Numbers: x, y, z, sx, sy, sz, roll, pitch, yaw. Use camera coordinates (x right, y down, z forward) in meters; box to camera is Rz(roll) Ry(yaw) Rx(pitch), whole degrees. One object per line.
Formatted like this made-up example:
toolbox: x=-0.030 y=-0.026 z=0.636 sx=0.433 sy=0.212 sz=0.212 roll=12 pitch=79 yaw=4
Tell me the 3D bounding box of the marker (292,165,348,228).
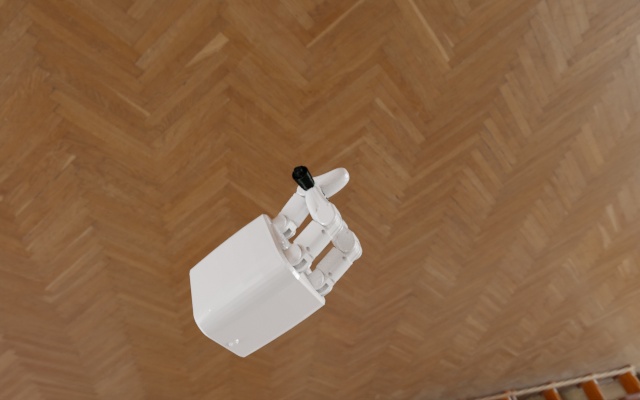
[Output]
marker: x=0.000 y=0.002 z=0.534 sx=0.020 sy=0.020 sz=0.121 roll=0 pitch=-34 yaw=29
